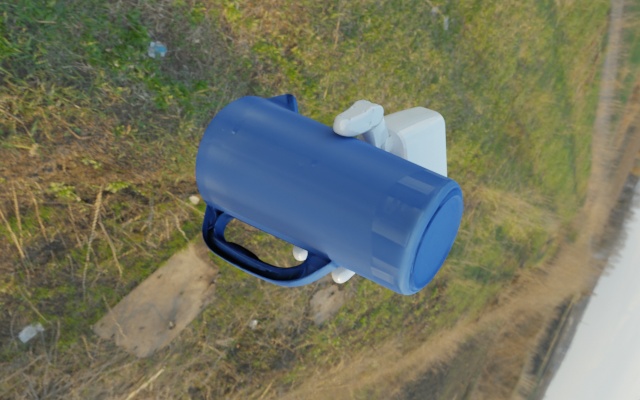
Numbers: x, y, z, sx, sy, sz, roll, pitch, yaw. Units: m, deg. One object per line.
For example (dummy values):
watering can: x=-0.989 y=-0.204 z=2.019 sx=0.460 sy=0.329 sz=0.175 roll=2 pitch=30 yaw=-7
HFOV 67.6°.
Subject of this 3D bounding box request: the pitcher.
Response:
pitcher: x=0.000 y=0.001 z=0.464 sx=0.242 sy=0.149 sz=0.145 roll=25 pitch=33 yaw=30
